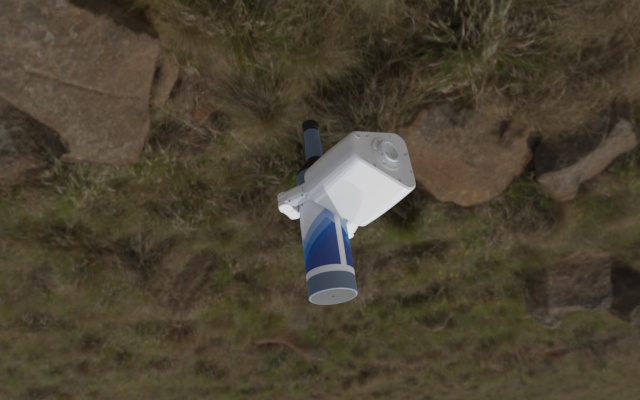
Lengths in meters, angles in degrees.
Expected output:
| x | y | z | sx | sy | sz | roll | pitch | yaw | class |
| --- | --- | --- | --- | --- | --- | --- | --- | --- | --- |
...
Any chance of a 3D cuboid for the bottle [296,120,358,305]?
| x | y | z | sx | sy | sz | roll | pitch | yaw | class |
| --- | --- | --- | --- | --- | --- | --- | --- | --- | --- |
| 0.000 | 0.003 | 0.712 | 0.069 | 0.295 | 0.069 | -6 | -30 | -3 | bottle |
